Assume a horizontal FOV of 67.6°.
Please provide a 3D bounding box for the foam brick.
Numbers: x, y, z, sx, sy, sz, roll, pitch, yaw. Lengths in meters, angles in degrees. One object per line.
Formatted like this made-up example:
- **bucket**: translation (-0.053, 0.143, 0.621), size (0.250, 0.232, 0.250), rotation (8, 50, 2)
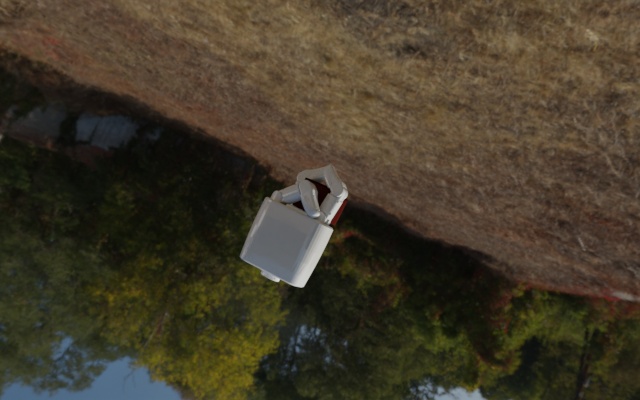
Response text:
- **foam brick**: translation (0.000, 0.003, 0.794), size (0.053, 0.051, 0.078), rotation (24, -3, 29)
